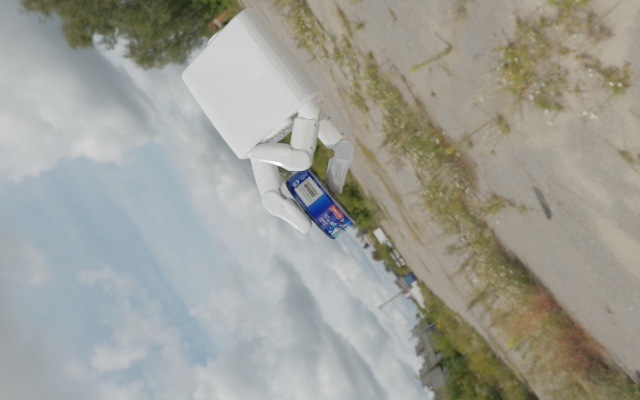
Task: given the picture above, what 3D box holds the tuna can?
[{"bbox_3d":[0.000,0.002,0.528,0.034,0.086,0.086,-40,-3,4],"label":"tuna can"}]
